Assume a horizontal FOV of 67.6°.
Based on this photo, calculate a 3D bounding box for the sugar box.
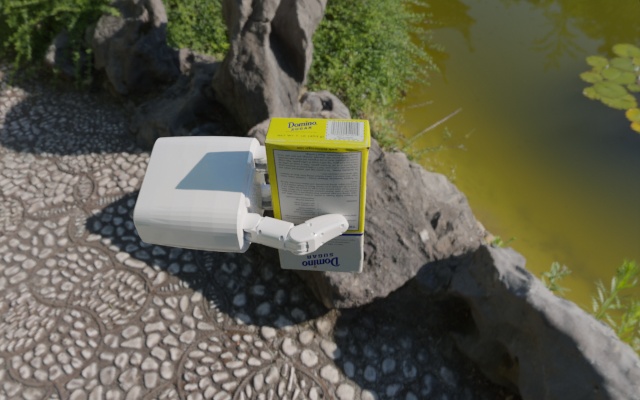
[{"bbox_3d":[0.000,0.001,0.484,0.093,0.048,0.176,3,-44,4],"label":"sugar box"}]
